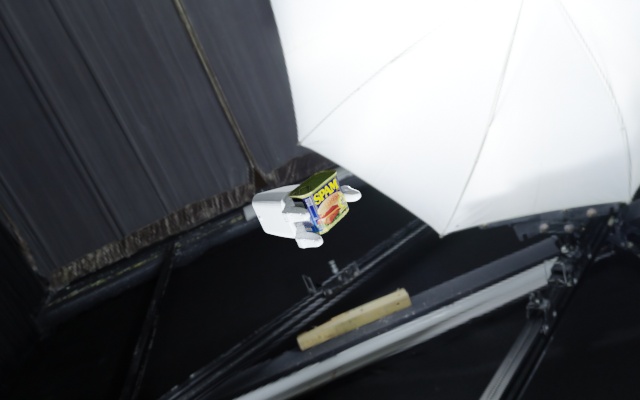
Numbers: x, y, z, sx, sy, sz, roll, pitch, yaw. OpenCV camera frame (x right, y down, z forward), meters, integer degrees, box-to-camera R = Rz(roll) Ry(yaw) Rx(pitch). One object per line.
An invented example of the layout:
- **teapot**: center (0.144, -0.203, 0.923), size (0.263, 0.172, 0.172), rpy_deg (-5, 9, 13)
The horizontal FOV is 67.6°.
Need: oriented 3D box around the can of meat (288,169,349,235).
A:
- **can of meat**: center (0.000, 0.003, 0.886), size (0.057, 0.084, 0.102), rpy_deg (-1, 29, 44)
